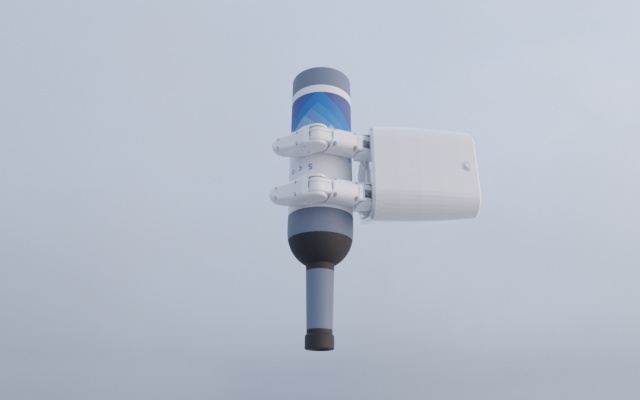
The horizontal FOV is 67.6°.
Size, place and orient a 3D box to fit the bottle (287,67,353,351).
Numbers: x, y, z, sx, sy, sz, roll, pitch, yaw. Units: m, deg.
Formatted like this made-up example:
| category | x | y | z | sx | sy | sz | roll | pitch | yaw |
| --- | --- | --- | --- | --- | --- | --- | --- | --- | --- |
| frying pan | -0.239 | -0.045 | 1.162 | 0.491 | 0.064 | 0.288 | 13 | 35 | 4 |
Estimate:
| category | x | y | z | sx | sy | sz | roll | pitch | yaw |
| --- | --- | --- | --- | --- | --- | --- | --- | --- | --- |
| bottle | 0.000 | 0.001 | 0.495 | 0.069 | 0.295 | 0.069 | 0 | -23 | 0 |
